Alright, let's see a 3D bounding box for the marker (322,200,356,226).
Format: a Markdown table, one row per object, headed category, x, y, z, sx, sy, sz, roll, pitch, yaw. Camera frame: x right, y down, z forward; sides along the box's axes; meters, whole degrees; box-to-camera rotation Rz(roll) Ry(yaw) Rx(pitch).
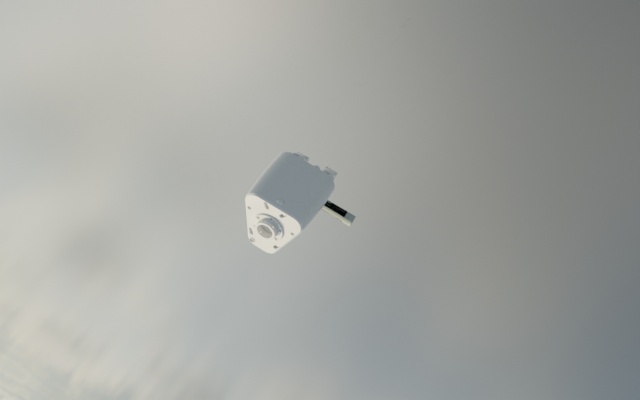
| category | x | y | z | sx | sy | sz | roll | pitch | yaw |
| --- | --- | --- | --- | --- | --- | --- | --- | --- | --- |
| marker | 0.000 | 0.002 | 0.763 | 0.121 | 0.020 | 0.020 | 31 | 2 | 4 |
